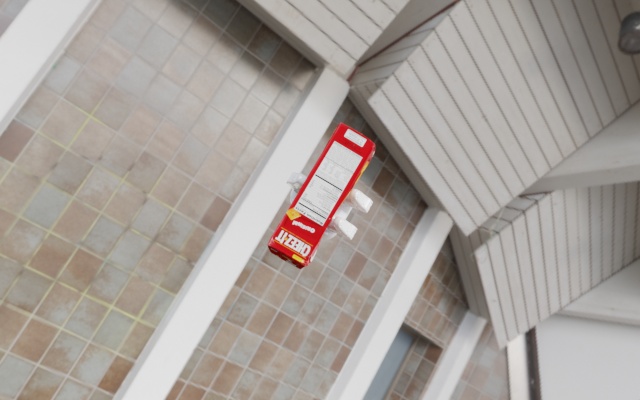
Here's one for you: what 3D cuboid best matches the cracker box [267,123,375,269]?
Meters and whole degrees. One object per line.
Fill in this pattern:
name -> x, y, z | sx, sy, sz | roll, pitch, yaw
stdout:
cracker box -> 0.000, 0.002, 0.763 | 0.072, 0.213, 0.164 | 30, -10, 1
